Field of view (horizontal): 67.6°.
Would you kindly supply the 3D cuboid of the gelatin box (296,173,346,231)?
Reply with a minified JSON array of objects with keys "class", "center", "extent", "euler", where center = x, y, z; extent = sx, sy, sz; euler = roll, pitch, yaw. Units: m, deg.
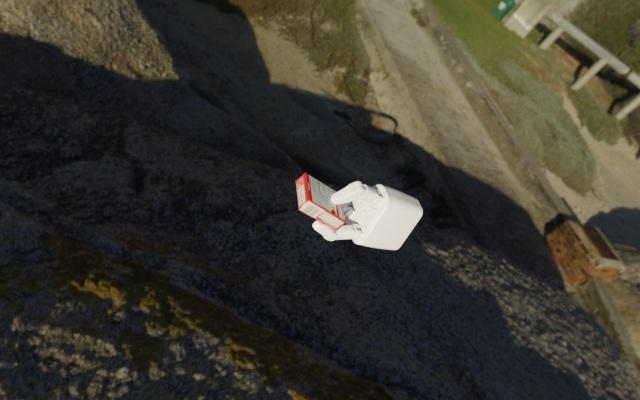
[{"class":"gelatin box","center":[0.000,0.002,0.826],"extent":[0.089,0.073,0.030],"euler":[31,-58,-32]}]
